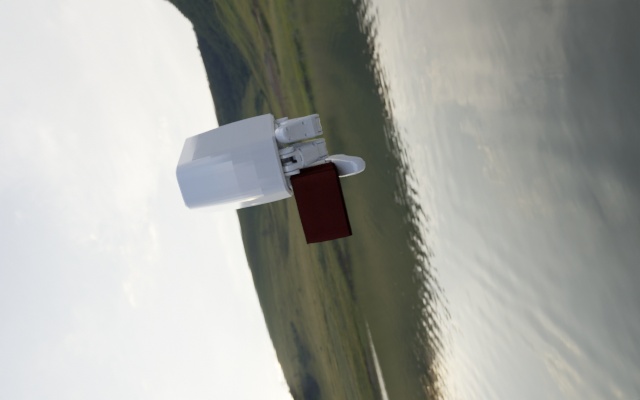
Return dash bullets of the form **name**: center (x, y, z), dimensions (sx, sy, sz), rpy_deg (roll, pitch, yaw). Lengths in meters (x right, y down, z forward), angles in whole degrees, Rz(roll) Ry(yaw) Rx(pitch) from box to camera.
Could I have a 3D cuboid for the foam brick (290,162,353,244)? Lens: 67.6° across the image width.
- **foam brick**: center (0.000, 0.002, 0.533), dimensions (0.051, 0.078, 0.053), rpy_deg (-14, 13, 0)
